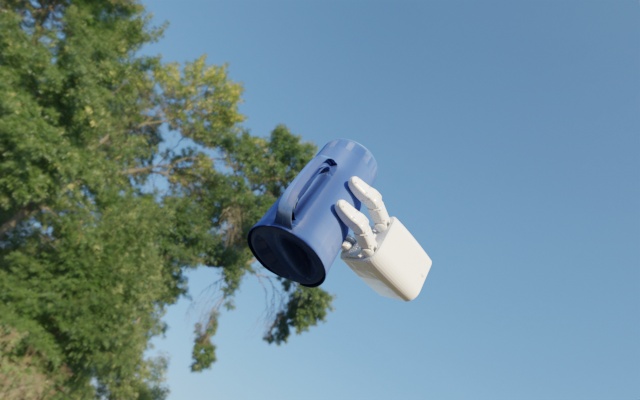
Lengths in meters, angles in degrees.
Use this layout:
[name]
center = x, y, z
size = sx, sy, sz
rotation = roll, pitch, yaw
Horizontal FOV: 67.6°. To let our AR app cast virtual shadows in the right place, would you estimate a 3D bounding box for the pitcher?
[pitcher]
center = 0.000, 0.003, 0.762
size = 0.149, 0.145, 0.242
rotation = -26, 23, 49
